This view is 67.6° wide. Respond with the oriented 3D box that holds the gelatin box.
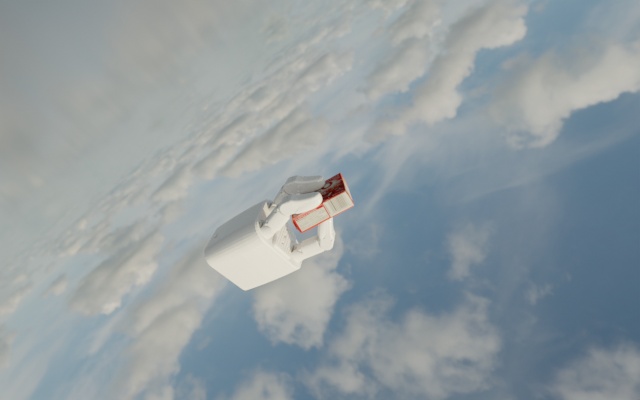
[{"bbox_3d":[0.001,0.002,0.696,0.089,0.030,0.073,-28,22,8],"label":"gelatin box"}]
